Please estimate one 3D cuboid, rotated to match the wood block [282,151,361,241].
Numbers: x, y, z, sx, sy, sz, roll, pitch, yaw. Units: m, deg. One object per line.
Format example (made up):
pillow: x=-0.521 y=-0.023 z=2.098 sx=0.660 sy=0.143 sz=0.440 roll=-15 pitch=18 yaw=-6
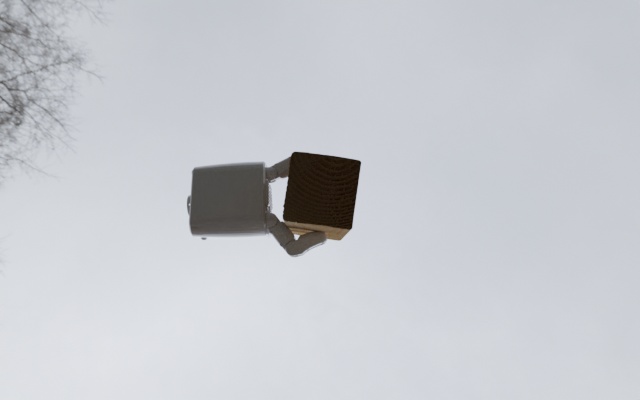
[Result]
wood block: x=0.000 y=0.002 z=0.689 sx=0.090 sy=0.091 sz=0.206 roll=8 pitch=-8 yaw=0
